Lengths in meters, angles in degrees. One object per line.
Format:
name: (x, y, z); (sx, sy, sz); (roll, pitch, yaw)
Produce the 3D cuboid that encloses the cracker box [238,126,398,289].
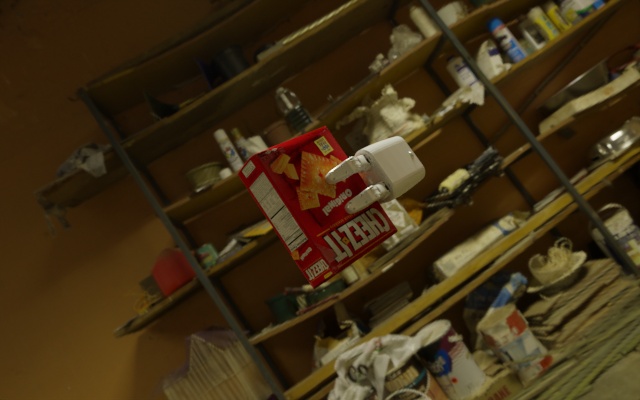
cracker box: (0.000, 0.002, 0.747); (0.164, 0.213, 0.072); (-28, -10, -42)
